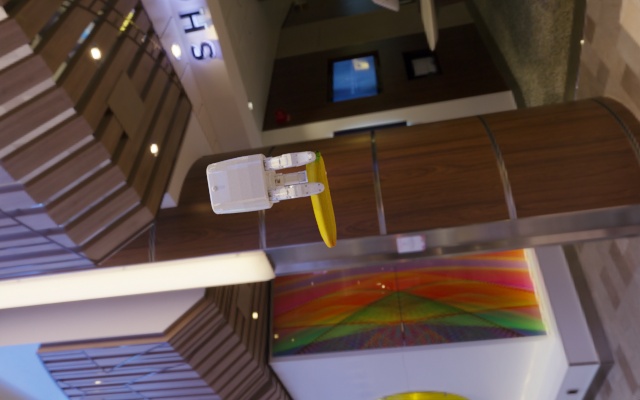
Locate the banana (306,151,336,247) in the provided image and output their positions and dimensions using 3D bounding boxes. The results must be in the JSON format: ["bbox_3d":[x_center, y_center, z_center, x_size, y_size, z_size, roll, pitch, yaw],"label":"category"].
[{"bbox_3d":[-0.001,-0.008,0.893,0.037,0.198,0.069,-10,26,4],"label":"banana"}]
